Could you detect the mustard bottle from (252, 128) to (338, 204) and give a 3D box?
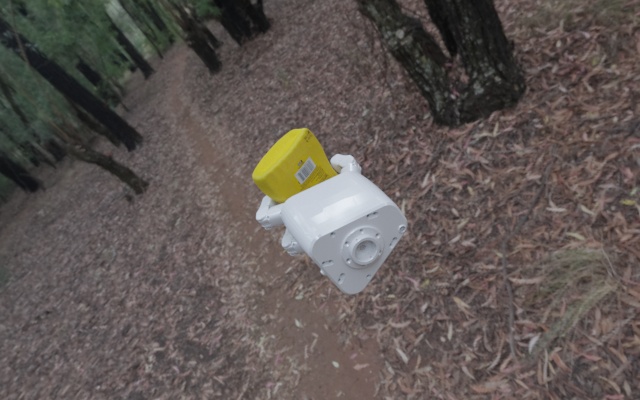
[{"bbox_3d":[0.000,0.002,0.646,0.058,0.096,0.192,4,-40,52],"label":"mustard bottle"}]
